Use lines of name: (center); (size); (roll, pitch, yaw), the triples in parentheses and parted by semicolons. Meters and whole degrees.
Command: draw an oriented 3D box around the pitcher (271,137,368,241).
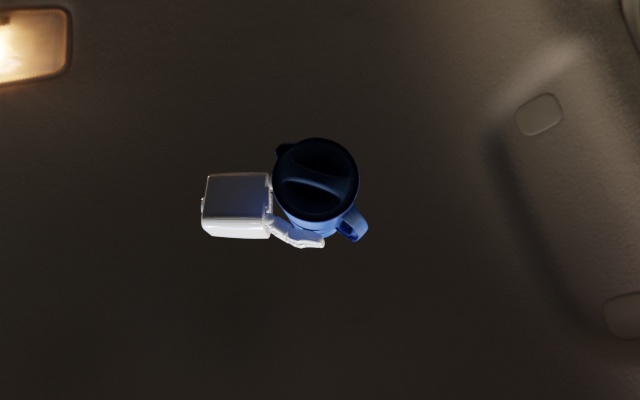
pitcher: (0.000, 0.003, 0.824); (0.145, 0.149, 0.243); (-2, -14, 0)
